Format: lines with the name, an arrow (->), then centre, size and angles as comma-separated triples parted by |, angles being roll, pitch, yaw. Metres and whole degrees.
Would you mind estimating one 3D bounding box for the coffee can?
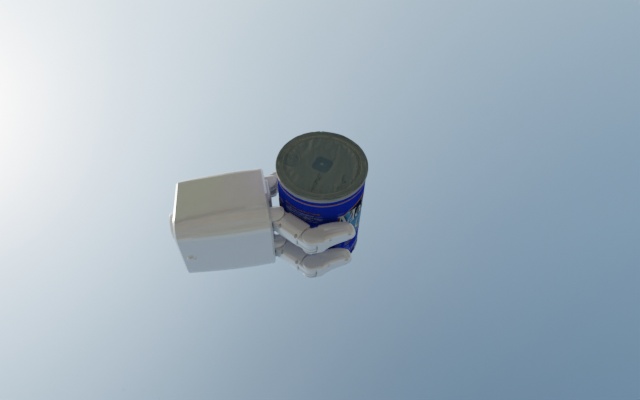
coffee can -> 0.000, 0.002, 0.579 | 0.103, 0.102, 0.140 | 0, -38, -2
